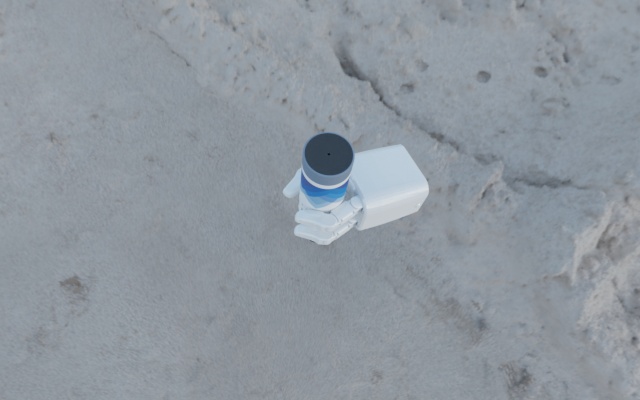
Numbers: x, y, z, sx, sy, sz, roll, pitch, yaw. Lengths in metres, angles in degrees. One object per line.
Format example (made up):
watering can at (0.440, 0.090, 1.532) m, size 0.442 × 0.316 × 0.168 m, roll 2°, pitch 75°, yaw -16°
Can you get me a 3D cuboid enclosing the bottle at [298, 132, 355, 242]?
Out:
bottle at (0.000, 0.002, 0.736) m, size 0.069 × 0.069 × 0.296 m, roll 0°, pitch -25°, yaw -5°
